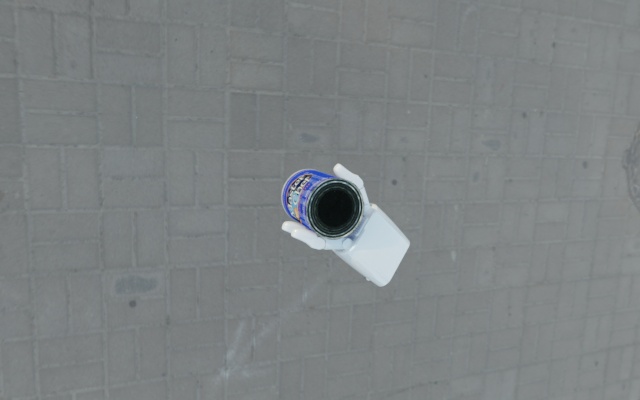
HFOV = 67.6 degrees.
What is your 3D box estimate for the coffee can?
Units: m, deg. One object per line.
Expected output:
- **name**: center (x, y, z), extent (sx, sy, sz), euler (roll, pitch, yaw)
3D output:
- **coffee can**: center (0.000, 0.003, 0.832), extent (0.103, 0.103, 0.140), euler (0, 9, -21)
